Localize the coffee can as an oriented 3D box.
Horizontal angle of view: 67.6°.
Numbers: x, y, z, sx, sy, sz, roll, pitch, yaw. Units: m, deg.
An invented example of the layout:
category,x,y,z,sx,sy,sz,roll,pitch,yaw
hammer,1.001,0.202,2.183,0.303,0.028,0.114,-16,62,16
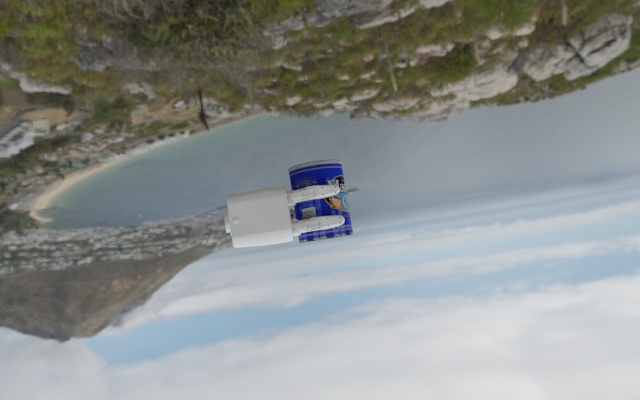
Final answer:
category,x,y,z,sx,sy,sz,roll,pitch,yaw
coffee can,0.000,0.003,0.894,0.103,0.140,0.103,-9,-5,-1
